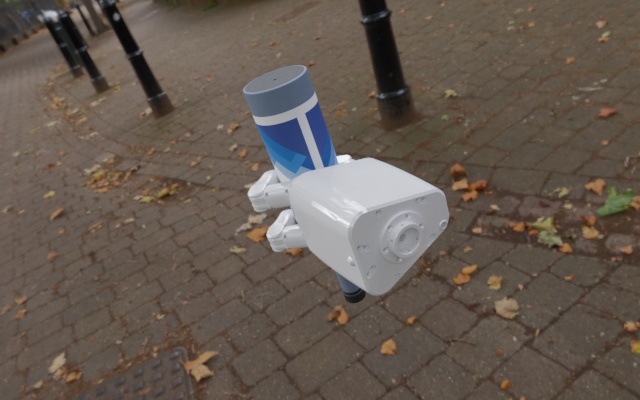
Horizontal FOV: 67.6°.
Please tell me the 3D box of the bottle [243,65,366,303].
[{"bbox_3d":[0.000,0.002,0.537,0.069,0.296,0.069,-15,30,9],"label":"bottle"}]
